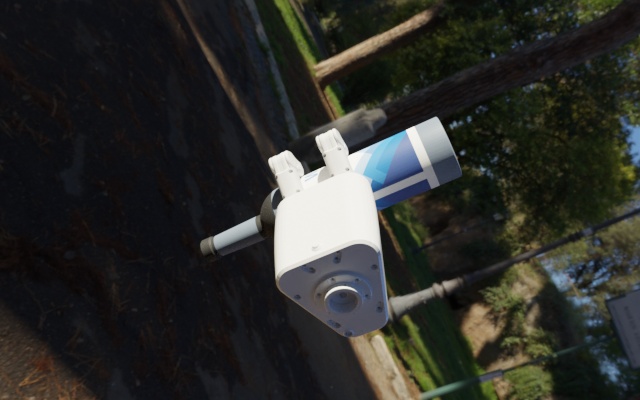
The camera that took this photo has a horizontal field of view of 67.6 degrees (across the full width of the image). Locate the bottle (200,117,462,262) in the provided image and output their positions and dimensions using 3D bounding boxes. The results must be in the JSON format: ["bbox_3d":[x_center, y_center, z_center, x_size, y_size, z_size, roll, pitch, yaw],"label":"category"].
[{"bbox_3d":[0.000,0.002,0.521,0.296,0.069,0.069,-23,-5,13],"label":"bottle"}]
